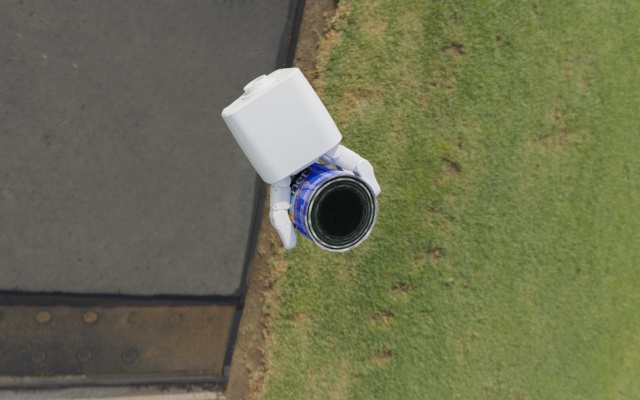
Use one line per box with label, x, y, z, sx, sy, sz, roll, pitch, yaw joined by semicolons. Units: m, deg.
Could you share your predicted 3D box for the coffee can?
coffee can;0.000;0.002;0.663;0.103;0.103;0.140;0;12;-24
